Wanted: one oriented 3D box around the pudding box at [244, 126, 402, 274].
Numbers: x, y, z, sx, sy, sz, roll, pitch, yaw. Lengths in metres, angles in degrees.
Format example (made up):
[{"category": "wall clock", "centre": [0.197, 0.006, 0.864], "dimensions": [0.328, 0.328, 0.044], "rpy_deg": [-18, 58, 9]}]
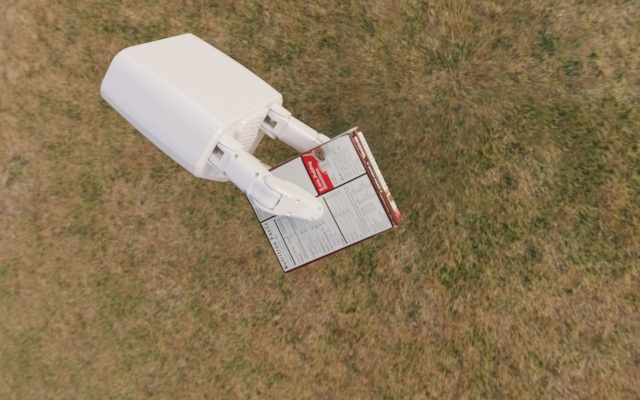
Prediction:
[{"category": "pudding box", "centre": [0.000, 0.001, 0.412], "dimensions": [0.113, 0.090, 0.039], "rpy_deg": [-24, 5, 21]}]
